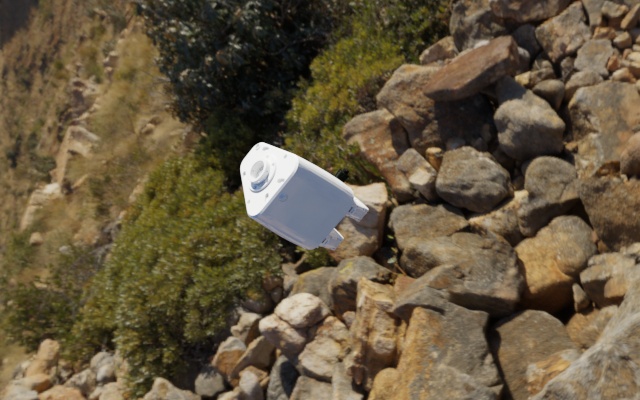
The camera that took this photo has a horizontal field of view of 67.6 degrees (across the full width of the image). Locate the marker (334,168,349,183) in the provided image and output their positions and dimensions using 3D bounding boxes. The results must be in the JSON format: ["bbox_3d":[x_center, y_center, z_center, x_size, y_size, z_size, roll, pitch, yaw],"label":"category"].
[{"bbox_3d":[0.000,0.002,0.691,0.020,0.121,0.020,38,9,-7],"label":"marker"}]
